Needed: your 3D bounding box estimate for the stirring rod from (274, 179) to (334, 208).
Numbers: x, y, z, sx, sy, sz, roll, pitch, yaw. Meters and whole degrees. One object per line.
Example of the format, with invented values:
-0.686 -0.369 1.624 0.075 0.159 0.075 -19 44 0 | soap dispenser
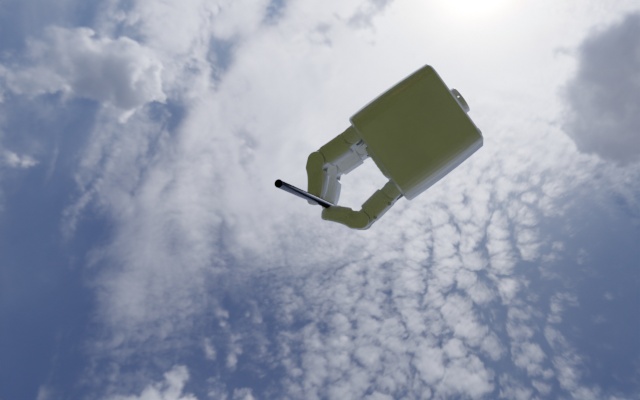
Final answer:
0.000 0.002 0.533 0.011 0.011 0.239 0 -8 18 | stirring rod
